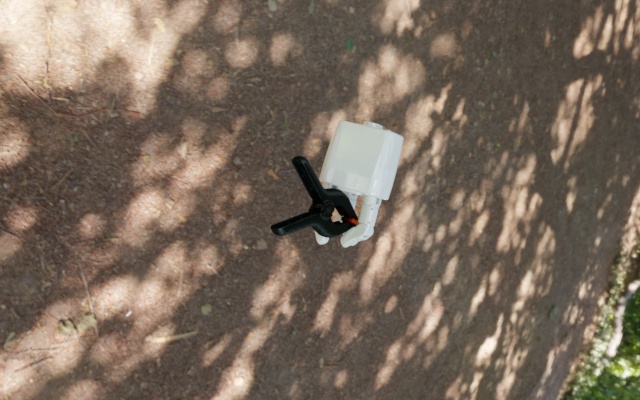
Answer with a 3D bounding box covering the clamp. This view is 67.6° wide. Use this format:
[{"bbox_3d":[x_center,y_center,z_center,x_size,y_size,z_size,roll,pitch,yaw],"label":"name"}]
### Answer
[{"bbox_3d":[0.001,0.003,0.743,0.039,0.120,0.171,18,4,43],"label":"clamp"}]
